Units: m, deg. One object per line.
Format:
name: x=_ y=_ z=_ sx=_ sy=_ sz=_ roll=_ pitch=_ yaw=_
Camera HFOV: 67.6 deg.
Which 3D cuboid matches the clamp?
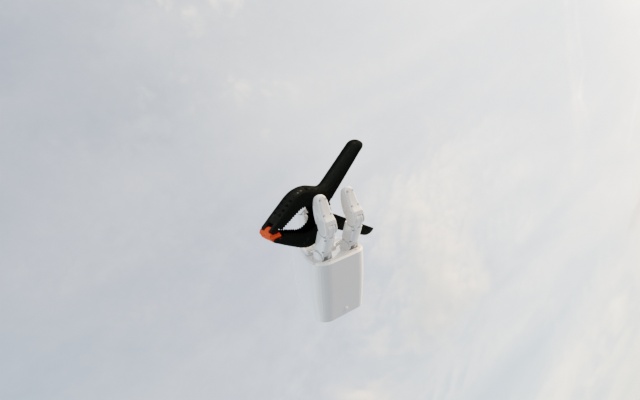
clamp: x=-0.001 y=0.003 z=0.723 sx=0.210 sy=0.165 sz=0.036 roll=-19 pitch=23 yaw=-37
